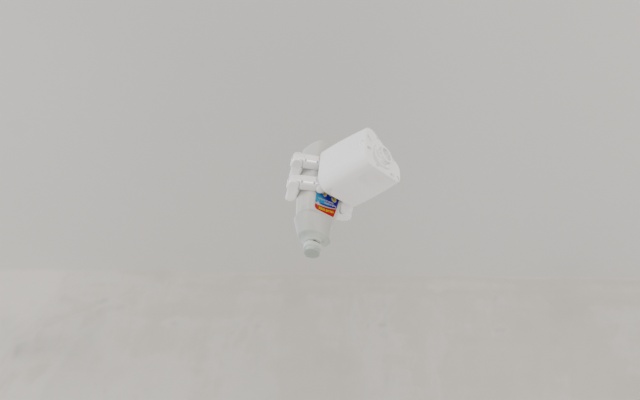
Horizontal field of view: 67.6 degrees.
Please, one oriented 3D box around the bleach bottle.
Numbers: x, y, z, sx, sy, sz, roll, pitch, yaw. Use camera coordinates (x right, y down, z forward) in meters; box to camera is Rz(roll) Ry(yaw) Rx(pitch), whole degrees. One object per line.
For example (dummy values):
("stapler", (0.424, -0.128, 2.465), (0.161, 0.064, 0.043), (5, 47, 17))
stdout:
("bleach bottle", (0.000, 0.003, 0.898), (0.068, 0.250, 0.103), (-27, -52, 31))
